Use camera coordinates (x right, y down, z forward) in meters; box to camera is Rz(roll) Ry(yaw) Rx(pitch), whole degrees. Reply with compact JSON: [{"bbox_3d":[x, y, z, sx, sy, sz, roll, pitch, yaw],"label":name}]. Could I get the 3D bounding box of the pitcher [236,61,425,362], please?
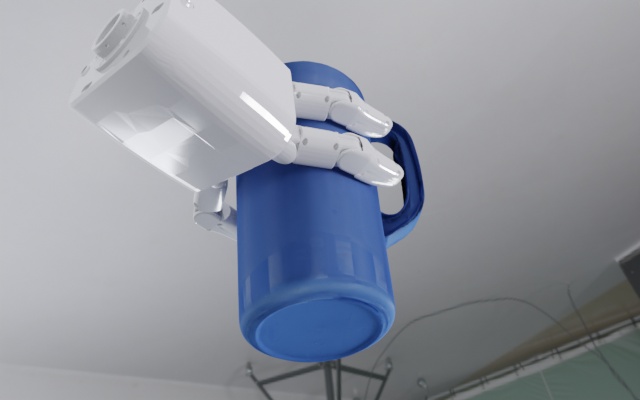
[{"bbox_3d":[0.000,0.001,0.404,0.149,0.242,0.145,-31,-48,24],"label":"pitcher"}]
